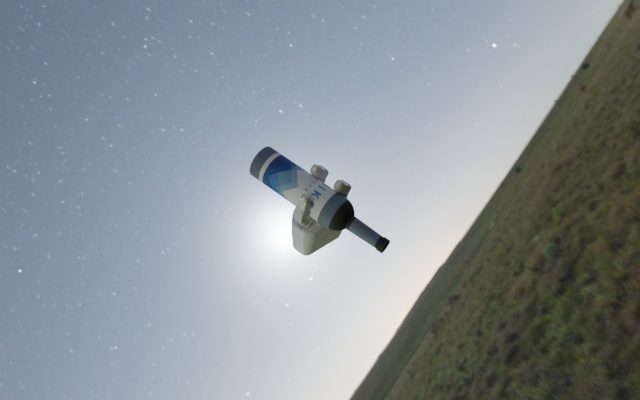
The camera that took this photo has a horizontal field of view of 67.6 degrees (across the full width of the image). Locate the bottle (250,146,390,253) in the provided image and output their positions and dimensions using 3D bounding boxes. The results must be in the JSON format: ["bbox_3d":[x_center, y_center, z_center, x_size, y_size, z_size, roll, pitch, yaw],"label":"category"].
[{"bbox_3d":[0.000,0.003,0.889,0.295,0.069,0.069,35,11,16],"label":"bottle"}]
